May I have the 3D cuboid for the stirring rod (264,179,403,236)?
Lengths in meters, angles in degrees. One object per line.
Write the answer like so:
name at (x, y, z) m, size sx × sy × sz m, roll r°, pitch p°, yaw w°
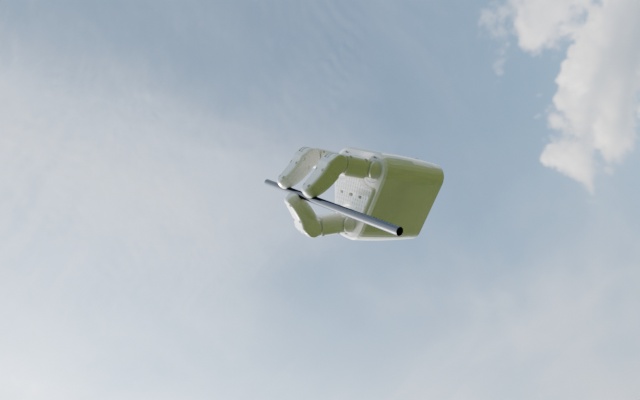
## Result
stirring rod at (0.000, 0.002, 0.499) m, size 0.011 × 0.011 × 0.239 m, roll 0°, pitch 12°, yaw -34°
